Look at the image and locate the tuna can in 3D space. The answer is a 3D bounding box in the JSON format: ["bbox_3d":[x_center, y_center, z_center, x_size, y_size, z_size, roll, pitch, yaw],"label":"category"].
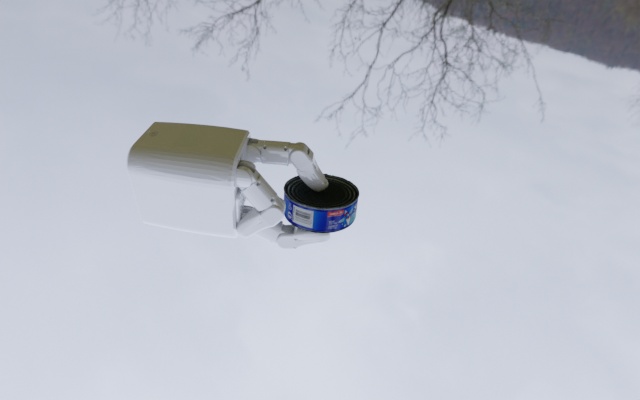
[{"bbox_3d":[0.000,0.002,0.547,0.086,0.034,0.086,4,28,-2],"label":"tuna can"}]
